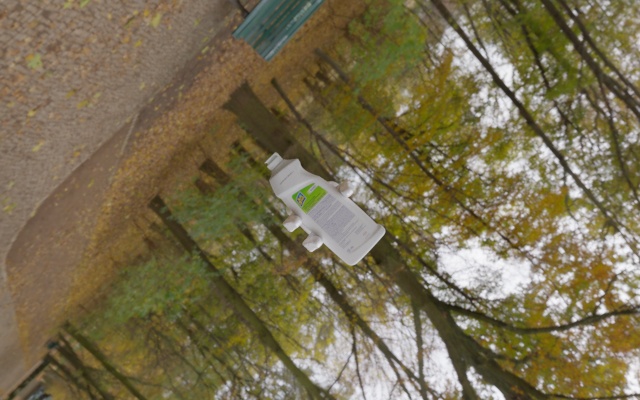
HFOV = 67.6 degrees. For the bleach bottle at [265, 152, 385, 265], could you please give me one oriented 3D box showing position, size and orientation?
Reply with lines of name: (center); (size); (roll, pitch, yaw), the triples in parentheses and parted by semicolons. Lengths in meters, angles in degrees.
bleach bottle: (0.000, 0.003, 0.897); (0.251, 0.102, 0.068); (45, -9, -8)
